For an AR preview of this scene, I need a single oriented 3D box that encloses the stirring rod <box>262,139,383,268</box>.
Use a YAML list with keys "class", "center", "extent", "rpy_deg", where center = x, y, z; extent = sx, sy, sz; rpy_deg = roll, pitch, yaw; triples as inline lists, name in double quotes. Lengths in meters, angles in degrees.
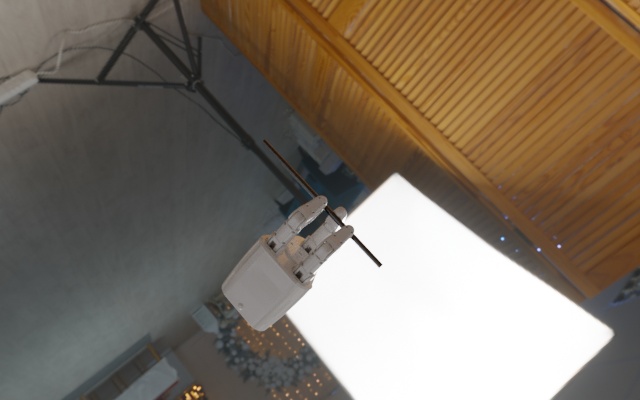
- class: "stirring rod"
  center: [0.000, 0.002, 0.660]
  extent: [0.011, 0.239, 0.011]
  rpy_deg: [-42, -10, -9]
